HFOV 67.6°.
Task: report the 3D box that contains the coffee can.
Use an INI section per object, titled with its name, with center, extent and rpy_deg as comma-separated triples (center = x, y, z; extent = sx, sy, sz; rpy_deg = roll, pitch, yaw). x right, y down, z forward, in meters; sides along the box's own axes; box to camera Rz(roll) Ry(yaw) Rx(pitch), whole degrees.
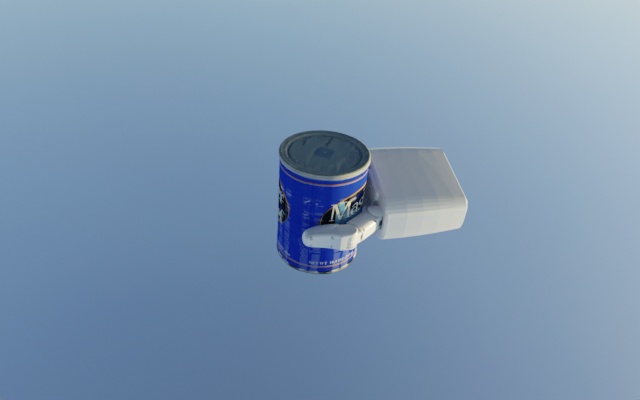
[coffee can]
center = 0.000, 0.002, 0.570
extent = 0.103, 0.140, 0.102
rpy_deg = 3, 35, -2
